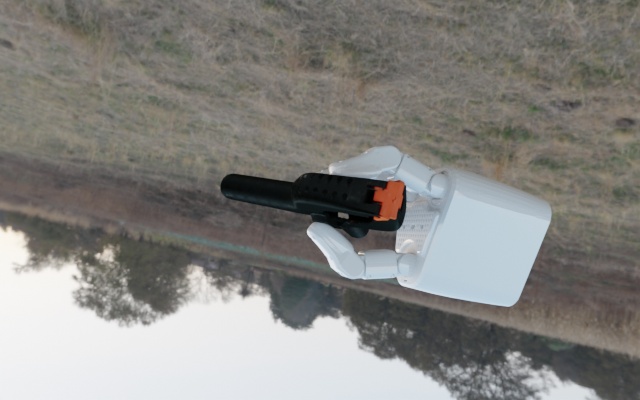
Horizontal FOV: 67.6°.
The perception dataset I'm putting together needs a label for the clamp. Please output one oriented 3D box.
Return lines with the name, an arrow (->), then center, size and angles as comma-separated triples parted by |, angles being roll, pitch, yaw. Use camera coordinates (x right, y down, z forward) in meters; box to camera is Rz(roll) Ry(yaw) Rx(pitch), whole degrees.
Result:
clamp -> 0.000, 0.002, 0.411 | 0.164, 0.036, 0.210 | 16, -8, -14
